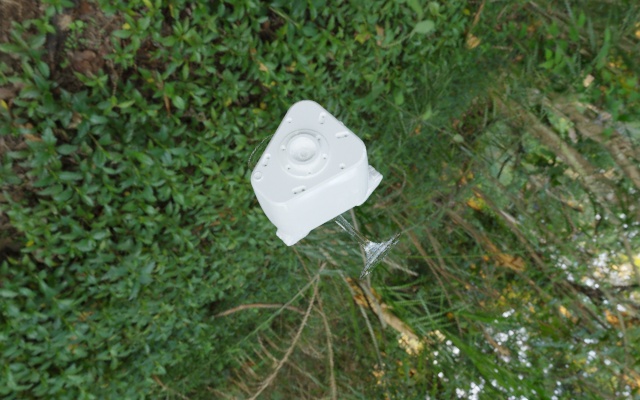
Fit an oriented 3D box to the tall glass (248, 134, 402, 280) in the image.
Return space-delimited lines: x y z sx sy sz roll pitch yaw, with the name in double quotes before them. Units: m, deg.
"tall glass" 0.001 0.002 0.589 0.201 0.079 0.079 42 14 15
